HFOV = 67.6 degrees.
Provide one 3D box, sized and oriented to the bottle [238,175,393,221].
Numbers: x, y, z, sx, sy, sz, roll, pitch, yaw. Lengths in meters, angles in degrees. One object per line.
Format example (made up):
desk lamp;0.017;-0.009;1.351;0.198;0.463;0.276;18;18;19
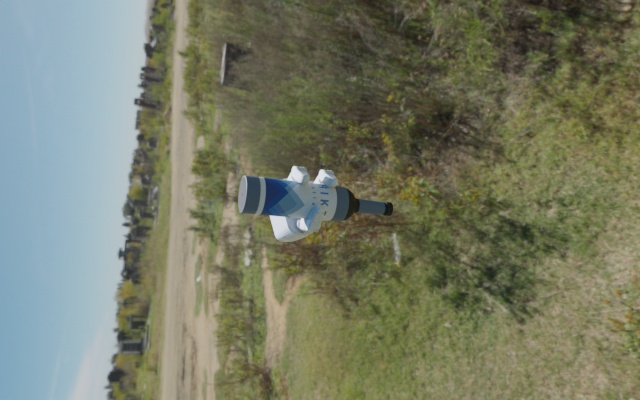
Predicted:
bottle;0.000;0.003;0.886;0.296;0.069;0.069;6;-2;-21
